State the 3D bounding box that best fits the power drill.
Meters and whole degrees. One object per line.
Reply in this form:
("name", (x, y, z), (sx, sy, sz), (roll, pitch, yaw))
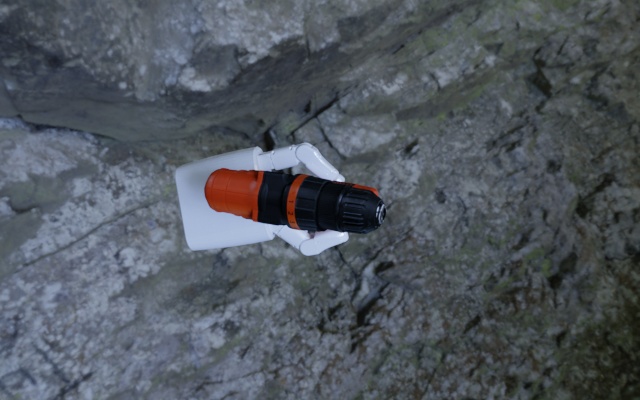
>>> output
("power drill", (0.000, 0.002, 0.510), (0.184, 0.057, 0.187), (10, 1, 24))
